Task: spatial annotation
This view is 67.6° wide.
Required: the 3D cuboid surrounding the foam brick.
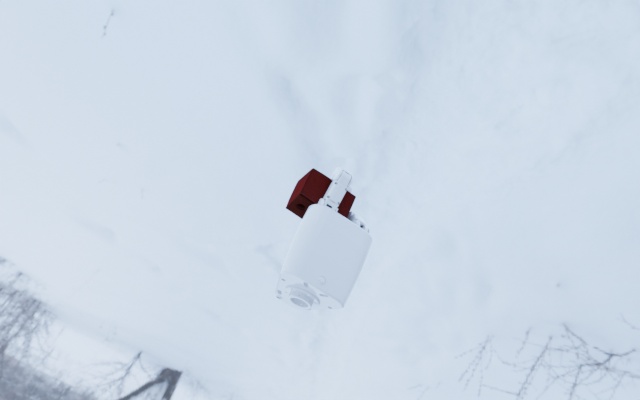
[{"bbox_3d":[0.000,0.002,0.676,0.078,0.051,0.053,33,-32,-11],"label":"foam brick"}]
